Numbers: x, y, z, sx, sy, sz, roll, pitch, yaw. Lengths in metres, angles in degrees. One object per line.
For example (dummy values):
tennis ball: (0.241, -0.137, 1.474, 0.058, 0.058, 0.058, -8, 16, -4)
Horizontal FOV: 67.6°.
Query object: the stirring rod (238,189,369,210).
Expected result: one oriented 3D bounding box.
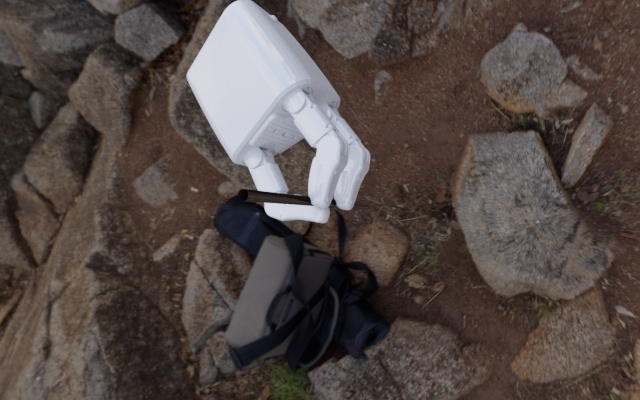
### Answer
stirring rod: (0.000, 0.001, 0.415, 0.011, 0.011, 0.239, 0, -2, 24)
